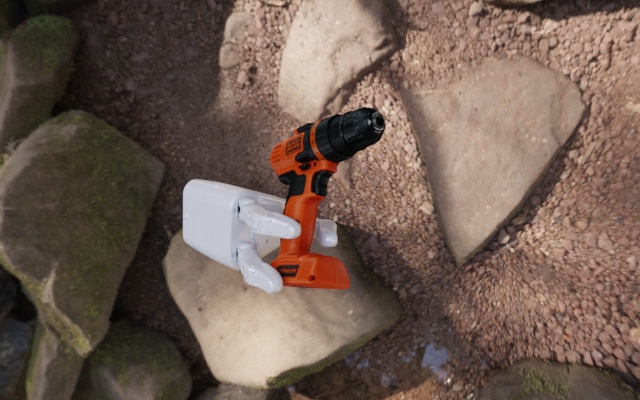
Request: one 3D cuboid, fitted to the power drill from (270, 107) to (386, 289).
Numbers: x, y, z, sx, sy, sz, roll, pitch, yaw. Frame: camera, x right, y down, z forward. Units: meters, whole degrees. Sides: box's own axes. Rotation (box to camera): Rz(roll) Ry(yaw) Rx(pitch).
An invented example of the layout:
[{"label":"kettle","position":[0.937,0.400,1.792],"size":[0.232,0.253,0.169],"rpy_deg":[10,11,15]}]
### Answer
[{"label":"power drill","position":[0.000,0.002,0.525],"size":[0.057,0.187,0.184],"rpy_deg":[14,-17,-32]}]
